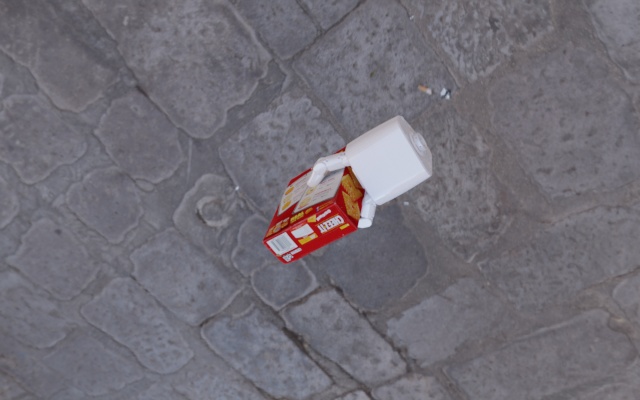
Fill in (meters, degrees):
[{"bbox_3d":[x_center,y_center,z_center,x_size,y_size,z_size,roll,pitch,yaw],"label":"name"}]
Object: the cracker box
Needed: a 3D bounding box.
[{"bbox_3d":[0.000,0.003,0.880,0.164,0.072,0.213,-29,23,28],"label":"cracker box"}]
